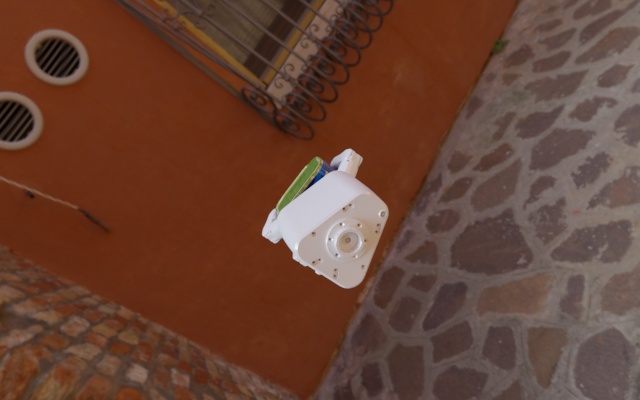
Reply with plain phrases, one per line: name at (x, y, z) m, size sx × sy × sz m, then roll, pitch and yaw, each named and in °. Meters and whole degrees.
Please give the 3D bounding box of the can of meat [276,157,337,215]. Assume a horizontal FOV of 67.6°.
can of meat at (0.000, 0.002, 0.659) m, size 0.084 × 0.102 × 0.057 m, roll 35°, pitch 6°, yaw -20°
